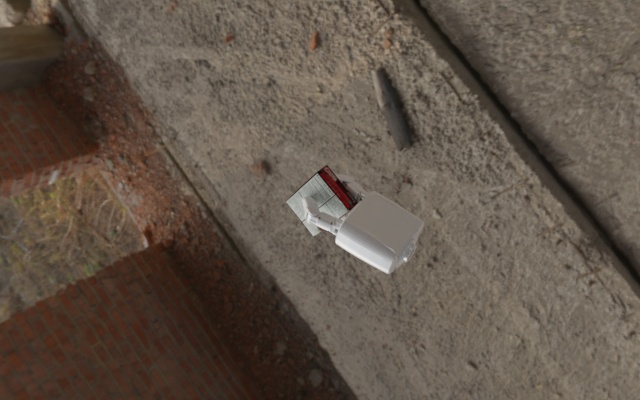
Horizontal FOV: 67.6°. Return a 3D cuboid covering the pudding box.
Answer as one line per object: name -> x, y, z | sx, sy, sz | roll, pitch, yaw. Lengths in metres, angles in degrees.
pudding box -> 0.000, 0.003, 0.861 | 0.113, 0.090, 0.039 | -39, -1, 41
